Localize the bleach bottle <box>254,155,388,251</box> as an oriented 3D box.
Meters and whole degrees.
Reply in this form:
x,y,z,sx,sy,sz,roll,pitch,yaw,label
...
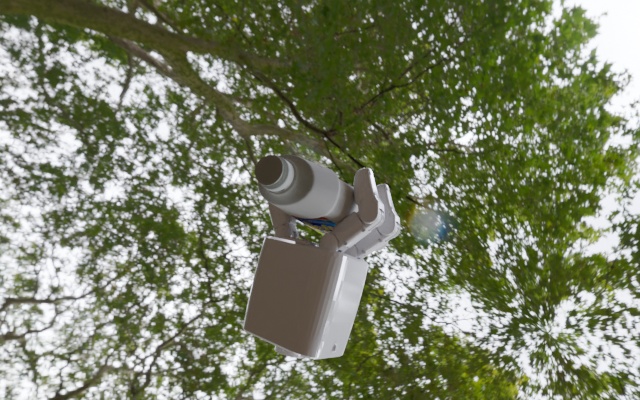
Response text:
x,y,z,sx,sy,sz,roll,pitch,yaw,label
0.000,0.002,0.526,0.102,0.068,0.251,12,-8,28,bleach bottle
